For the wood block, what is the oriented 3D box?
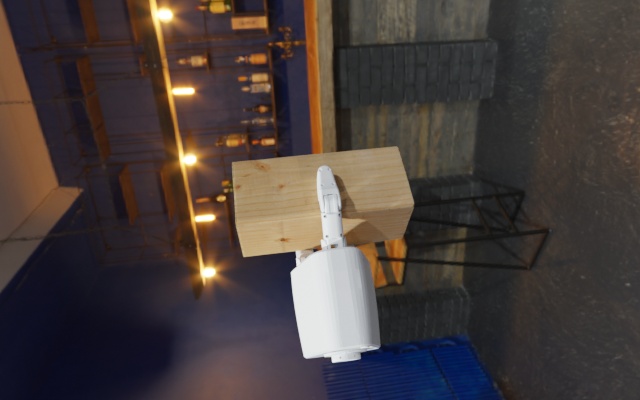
[{"bbox_3d":[0.000,0.002,0.598,0.206,0.090,0.091,-6,-32,-6],"label":"wood block"}]
